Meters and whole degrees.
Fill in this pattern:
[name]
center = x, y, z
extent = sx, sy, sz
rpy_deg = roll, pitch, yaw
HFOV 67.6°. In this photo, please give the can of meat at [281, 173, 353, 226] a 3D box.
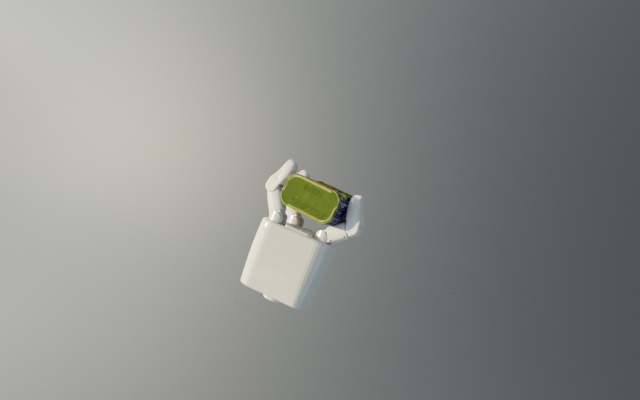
[can of meat]
center = 0.000, 0.002, 0.728
extent = 0.102, 0.057, 0.084
rpy_deg = 26, 4, 27
